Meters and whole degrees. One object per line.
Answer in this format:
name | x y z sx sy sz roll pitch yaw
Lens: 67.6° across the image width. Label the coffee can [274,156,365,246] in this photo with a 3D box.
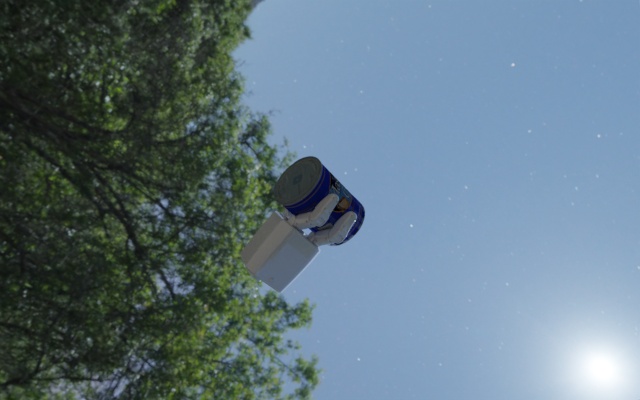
coffee can | 0.000 0.003 0.861 0.103 0.102 0.140 0 -35 46
